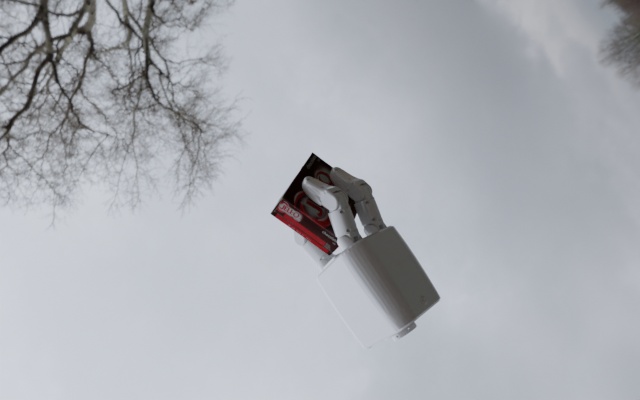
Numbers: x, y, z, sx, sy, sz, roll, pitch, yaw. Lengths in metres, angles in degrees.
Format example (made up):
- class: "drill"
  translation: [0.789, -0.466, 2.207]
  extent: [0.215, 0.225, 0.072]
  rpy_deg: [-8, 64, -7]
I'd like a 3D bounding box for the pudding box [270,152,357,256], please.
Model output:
- class: "pudding box"
  translation: [0.000, 0.002, 0.599]
  extent: [0.090, 0.039, 0.113]
  rpy_deg: [37, 37, -7]
